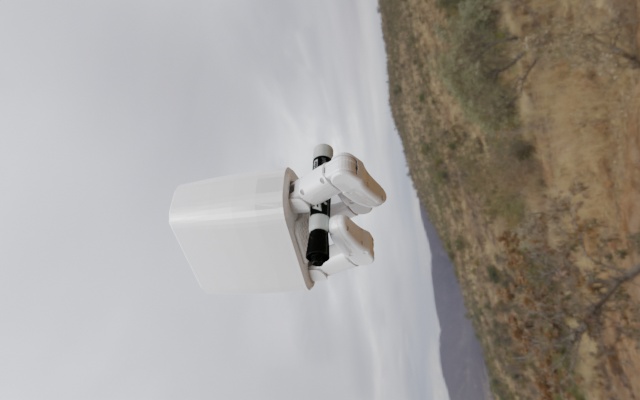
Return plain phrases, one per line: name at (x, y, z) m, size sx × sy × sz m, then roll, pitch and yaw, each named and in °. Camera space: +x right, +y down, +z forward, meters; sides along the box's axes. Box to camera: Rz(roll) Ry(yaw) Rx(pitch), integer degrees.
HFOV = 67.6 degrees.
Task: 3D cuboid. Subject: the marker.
marker at (0.000, 0.001, 0.403) m, size 0.020 × 0.121 × 0.020 m, roll 2°, pitch -38°, yaw 1°
